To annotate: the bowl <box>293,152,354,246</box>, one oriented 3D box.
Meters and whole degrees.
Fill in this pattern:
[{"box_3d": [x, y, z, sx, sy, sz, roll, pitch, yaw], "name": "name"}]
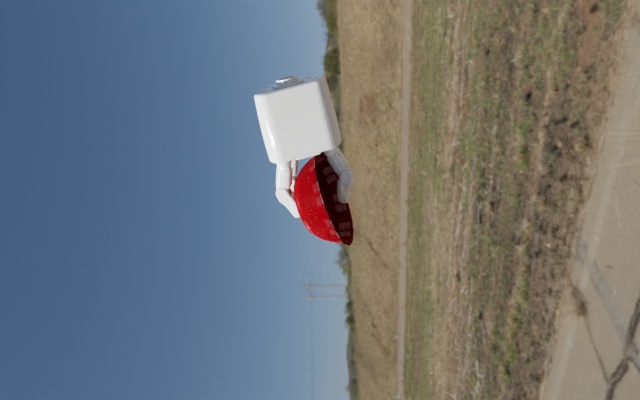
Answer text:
[{"box_3d": [0.000, 0.004, 0.773, 0.055, 0.162, 0.162, -19, -5, 15], "name": "bowl"}]
